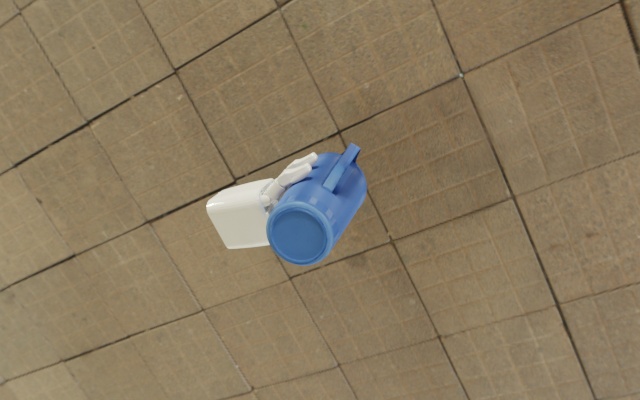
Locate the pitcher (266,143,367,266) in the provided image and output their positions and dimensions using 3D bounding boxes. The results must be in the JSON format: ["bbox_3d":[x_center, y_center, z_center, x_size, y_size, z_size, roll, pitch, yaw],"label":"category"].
[{"bbox_3d":[0.000,0.003,0.819,0.145,0.149,0.242,-10,18,18],"label":"pitcher"}]
